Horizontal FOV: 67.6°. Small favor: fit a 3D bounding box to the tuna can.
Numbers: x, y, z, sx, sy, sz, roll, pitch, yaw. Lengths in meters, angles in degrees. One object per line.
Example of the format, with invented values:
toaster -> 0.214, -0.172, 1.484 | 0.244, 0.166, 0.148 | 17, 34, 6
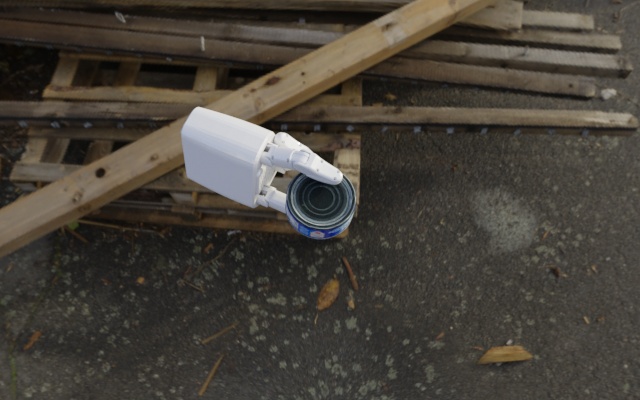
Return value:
tuna can -> 0.000, 0.002, 0.580 | 0.086, 0.086, 0.034 | 0, -23, -5
